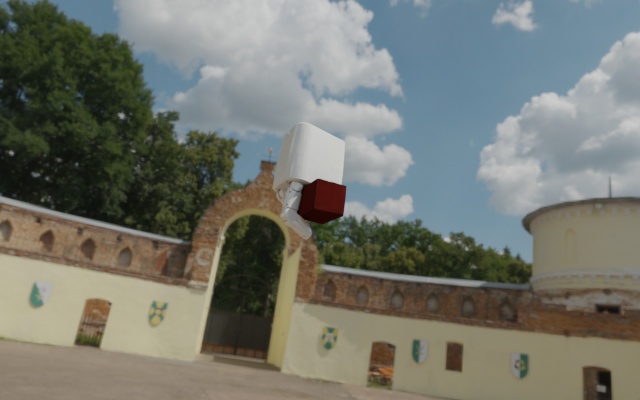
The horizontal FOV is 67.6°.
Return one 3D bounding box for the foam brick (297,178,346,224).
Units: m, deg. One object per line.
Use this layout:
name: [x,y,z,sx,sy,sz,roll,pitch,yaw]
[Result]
foam brick: [0.000,0.003,0.766,0.053,0.051,0.078,15,-18,-21]
